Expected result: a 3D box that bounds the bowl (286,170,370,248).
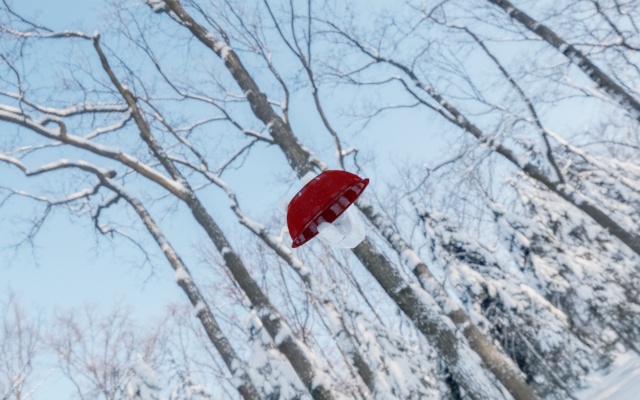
[{"bbox_3d":[0.000,0.002,0.747,0.162,0.055,0.162,-40,-10,-8],"label":"bowl"}]
